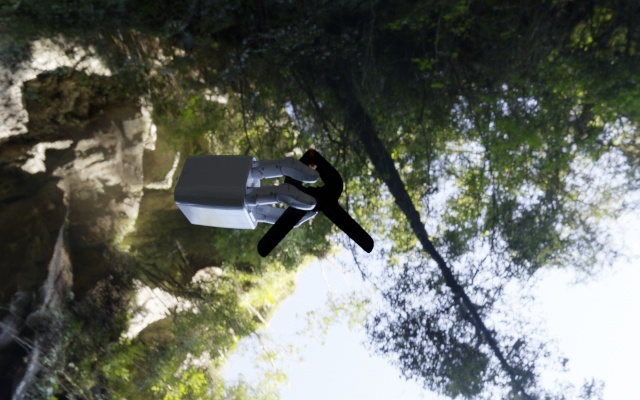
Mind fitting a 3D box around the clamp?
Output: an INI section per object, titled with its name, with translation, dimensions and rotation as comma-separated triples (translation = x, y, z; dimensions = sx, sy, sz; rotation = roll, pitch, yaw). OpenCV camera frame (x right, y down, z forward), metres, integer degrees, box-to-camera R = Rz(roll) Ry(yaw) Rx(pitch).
[clamp]
translation = 0.000, 0.003, 0.730
dimensions = 0.164, 0.209, 0.036
rotation = 4, -41, 3
